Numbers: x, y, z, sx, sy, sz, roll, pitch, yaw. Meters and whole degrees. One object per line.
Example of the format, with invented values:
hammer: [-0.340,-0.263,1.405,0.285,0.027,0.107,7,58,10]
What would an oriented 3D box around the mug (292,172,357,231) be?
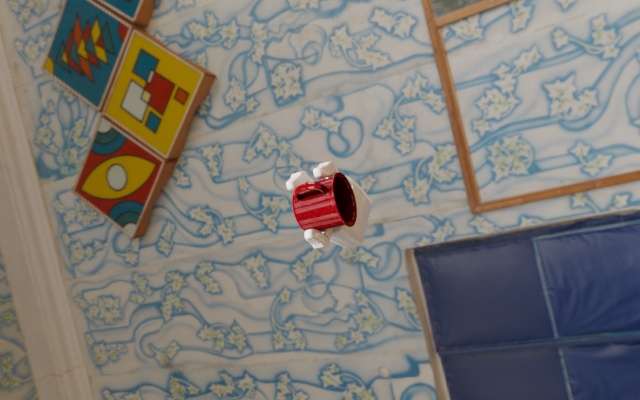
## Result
mug: [-0.001,0.002,0.790,0.081,0.093,0.117,-14,-28,24]
